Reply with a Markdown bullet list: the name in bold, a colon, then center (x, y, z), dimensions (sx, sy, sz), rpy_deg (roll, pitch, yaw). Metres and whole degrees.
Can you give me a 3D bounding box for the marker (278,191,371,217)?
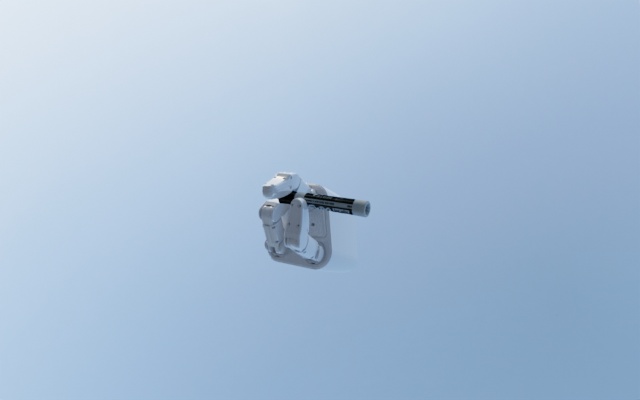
- **marker**: center (0.000, 0.002, 0.562), dimensions (0.121, 0.020, 0.020), rpy_deg (9, 4, 28)
